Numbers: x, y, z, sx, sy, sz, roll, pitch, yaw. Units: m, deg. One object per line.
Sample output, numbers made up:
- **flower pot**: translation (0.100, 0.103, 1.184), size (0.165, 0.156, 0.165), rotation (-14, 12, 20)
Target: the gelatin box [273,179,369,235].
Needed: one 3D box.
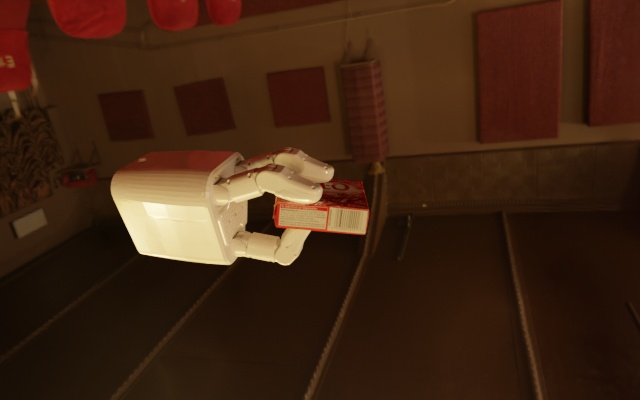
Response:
- **gelatin box**: translation (0.000, 0.002, 0.475), size (0.089, 0.030, 0.073), rotation (5, 23, -3)
